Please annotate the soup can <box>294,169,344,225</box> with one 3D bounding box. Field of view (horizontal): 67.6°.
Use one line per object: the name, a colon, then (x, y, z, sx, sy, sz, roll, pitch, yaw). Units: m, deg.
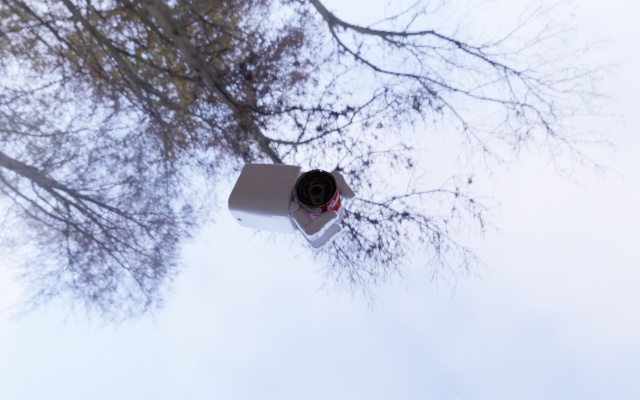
soup can: (0.001, 0.003, 0.791, 0.068, 0.068, 0.102, 0, -27, 10)
